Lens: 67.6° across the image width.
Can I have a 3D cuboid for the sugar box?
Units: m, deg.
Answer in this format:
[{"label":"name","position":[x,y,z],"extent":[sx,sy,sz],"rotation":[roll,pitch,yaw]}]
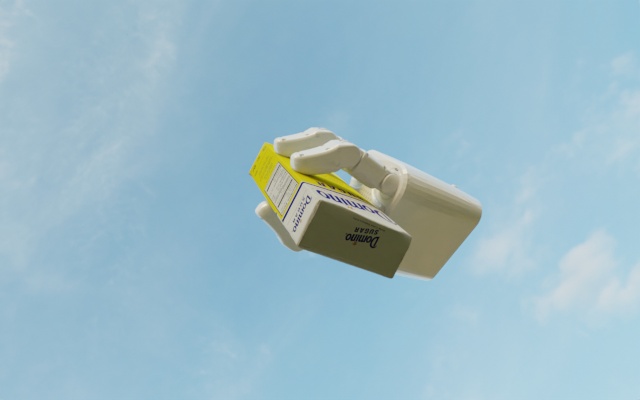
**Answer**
[{"label":"sugar box","position":[0.000,0.001,0.433],"extent":[0.093,0.048,0.176],"rotation":[22,9,-27]}]
